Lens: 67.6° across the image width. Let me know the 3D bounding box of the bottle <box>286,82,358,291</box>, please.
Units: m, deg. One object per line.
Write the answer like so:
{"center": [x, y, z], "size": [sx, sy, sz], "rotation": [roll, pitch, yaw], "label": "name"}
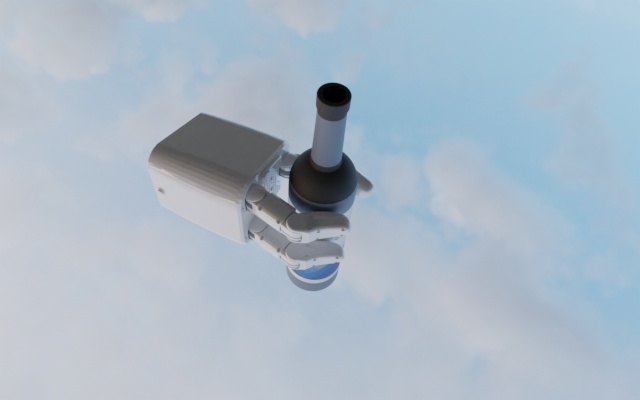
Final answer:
{"center": [0.000, 0.002, 0.488], "size": [0.069, 0.069, 0.296], "rotation": [0, -35, -5], "label": "bottle"}
